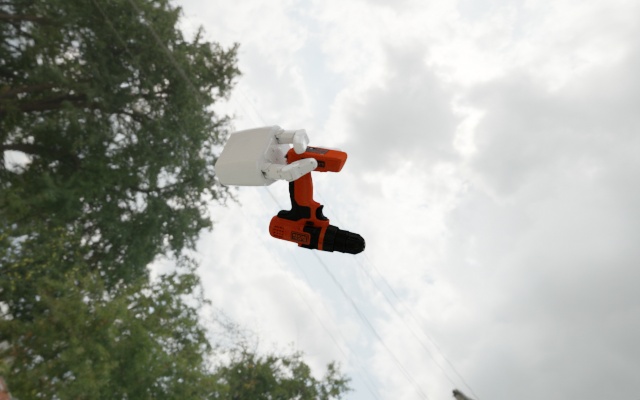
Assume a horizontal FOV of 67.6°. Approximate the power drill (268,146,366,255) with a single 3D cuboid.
[{"bbox_3d":[0.000,0.002,0.854,0.184,0.188,0.057,11,21,11],"label":"power drill"}]
